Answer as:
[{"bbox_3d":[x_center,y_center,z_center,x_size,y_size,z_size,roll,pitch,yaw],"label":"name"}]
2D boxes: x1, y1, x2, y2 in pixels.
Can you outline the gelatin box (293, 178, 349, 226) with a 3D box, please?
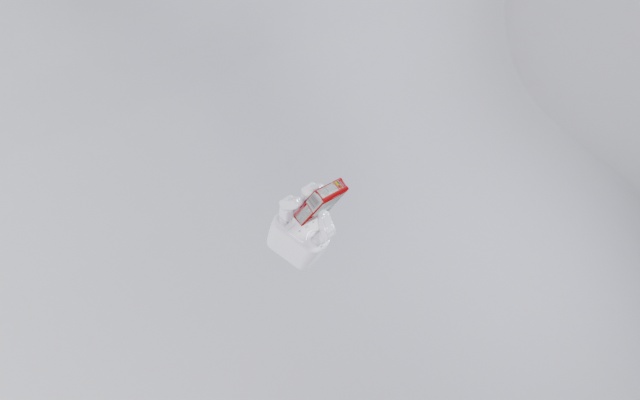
[{"bbox_3d":[0.001,0.003,0.865,0.073,0.030,0.089,-28,-14,-42],"label":"gelatin box"}]
